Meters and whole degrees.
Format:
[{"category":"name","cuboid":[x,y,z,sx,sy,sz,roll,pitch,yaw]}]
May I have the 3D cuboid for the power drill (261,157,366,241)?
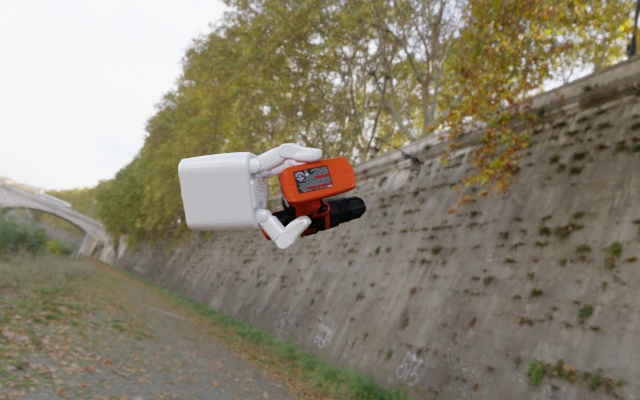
[{"category":"power drill","cuboid":[0.000,0.002,0.746,0.184,0.057,0.188,-14,-21,-14]}]
